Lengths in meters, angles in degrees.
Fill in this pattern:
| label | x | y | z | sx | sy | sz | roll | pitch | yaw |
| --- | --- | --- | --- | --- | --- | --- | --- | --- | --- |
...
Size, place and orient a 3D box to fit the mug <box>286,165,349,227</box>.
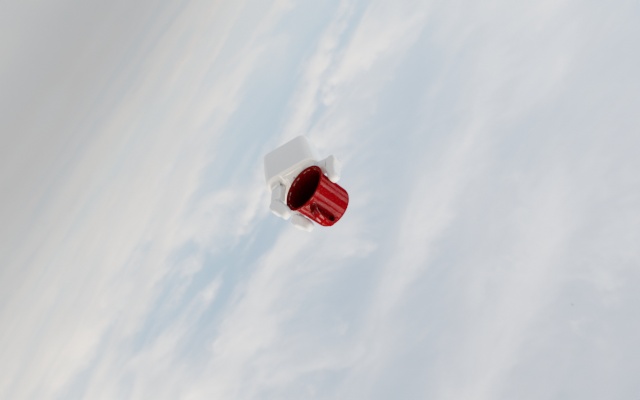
| label | x | y | z | sx | sy | sz | roll | pitch | yaw |
| --- | --- | --- | --- | --- | --- | --- | --- | --- | --- |
| mug | 0.001 | 0.004 | 0.862 | 0.081 | 0.093 | 0.117 | 34 | 22 | -31 |
